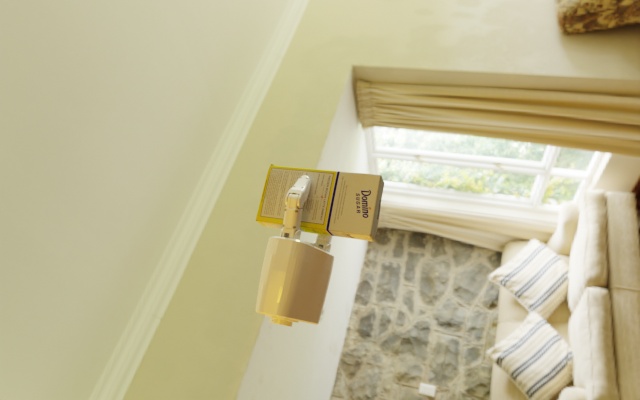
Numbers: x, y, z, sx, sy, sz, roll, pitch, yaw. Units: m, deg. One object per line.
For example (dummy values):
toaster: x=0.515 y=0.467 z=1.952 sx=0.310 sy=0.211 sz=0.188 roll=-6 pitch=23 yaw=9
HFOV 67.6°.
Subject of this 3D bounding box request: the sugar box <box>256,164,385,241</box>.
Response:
sugar box: x=0.000 y=0.003 z=0.708 sx=0.176 sy=0.093 sz=0.048 roll=8 pitch=-15 yaw=16
